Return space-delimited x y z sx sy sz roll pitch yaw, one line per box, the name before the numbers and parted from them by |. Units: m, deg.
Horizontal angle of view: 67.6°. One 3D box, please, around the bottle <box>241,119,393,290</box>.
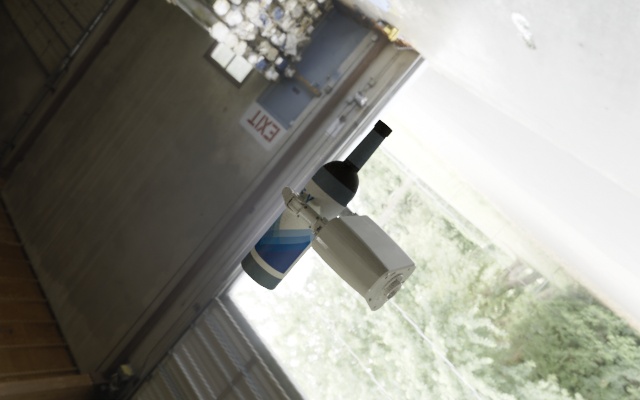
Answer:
bottle | 0.000 0.002 0.704 0.069 0.296 0.069 40 7 -6
